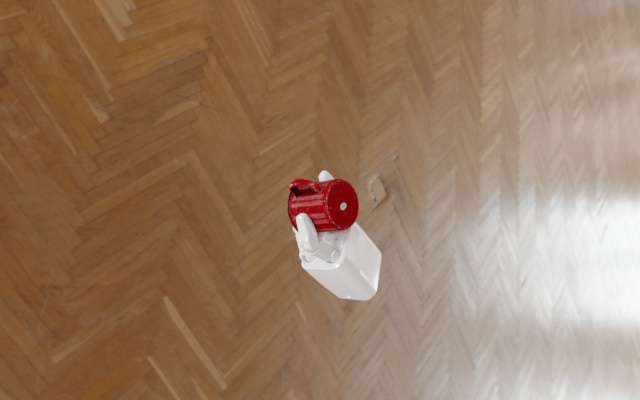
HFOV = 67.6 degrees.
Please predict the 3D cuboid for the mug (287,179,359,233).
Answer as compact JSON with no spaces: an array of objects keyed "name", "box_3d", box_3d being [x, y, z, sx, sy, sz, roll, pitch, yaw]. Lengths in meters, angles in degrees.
[{"name":"mug","box_3d":[-0.001,0.002,0.761,0.081,0.093,0.117,-7,-41,44]}]
